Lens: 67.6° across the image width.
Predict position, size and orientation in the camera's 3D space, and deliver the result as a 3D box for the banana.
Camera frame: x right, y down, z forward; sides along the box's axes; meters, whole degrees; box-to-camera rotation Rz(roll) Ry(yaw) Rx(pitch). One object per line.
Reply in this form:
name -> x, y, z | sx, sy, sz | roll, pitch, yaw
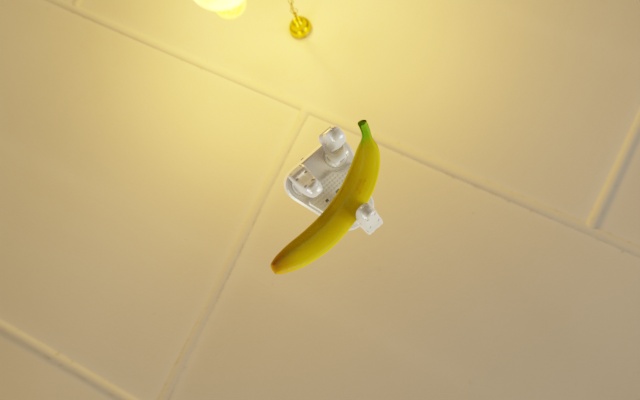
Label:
banana -> 0.016, 0.007, 0.548 | 0.070, 0.198, 0.037 | 29, 3, -28
